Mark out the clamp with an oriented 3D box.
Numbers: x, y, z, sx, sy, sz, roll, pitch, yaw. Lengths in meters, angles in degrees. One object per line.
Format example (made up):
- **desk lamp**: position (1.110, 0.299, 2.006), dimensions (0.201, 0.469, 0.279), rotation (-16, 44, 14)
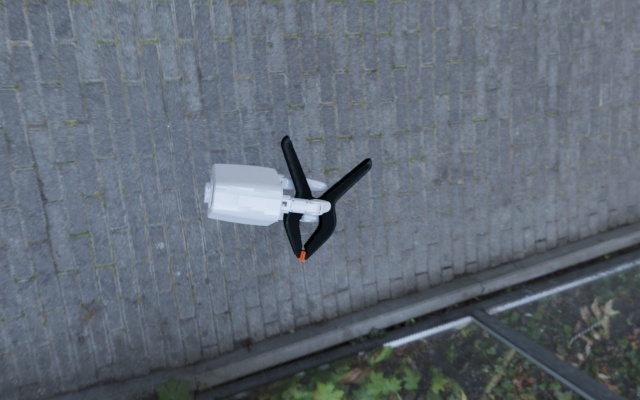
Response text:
- **clamp**: position (0.000, 0.003, 0.825), dimensions (0.164, 0.210, 0.036), rotation (7, 7, -15)
